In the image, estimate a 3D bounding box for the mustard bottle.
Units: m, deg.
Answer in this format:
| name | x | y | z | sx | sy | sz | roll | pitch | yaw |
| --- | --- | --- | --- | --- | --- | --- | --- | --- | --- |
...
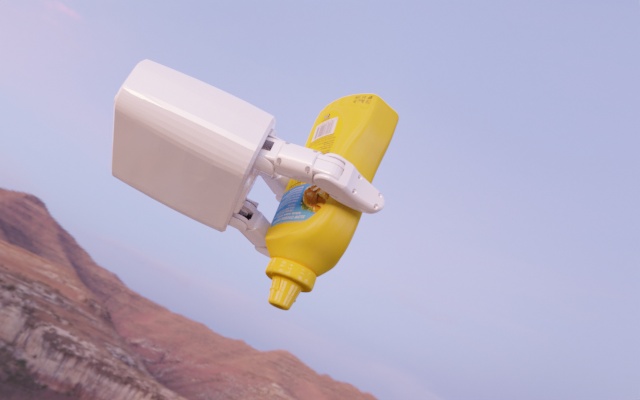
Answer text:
| name | x | y | z | sx | sy | sz | roll | pitch | yaw |
| --- | --- | --- | --- | --- | --- | --- | --- | --- | --- |
| mustard bottle | 0.000 | 0.001 | 0.410 | 0.058 | 0.191 | 0.096 | 36 | -27 | -27 |
